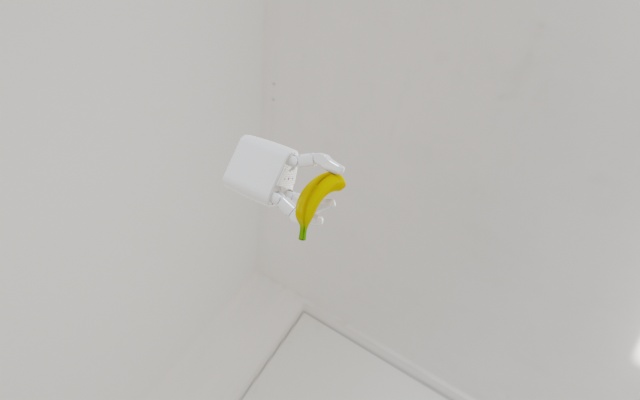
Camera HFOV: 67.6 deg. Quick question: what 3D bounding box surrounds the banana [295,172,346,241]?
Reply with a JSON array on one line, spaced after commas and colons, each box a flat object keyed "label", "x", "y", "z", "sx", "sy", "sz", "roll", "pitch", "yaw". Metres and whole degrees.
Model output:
[{"label": "banana", "x": 0.000, "y": -0.011, "z": 0.836, "sx": 0.037, "sy": 0.070, "sz": 0.197, "roll": 16, "pitch": 35, "yaw": 19}]
